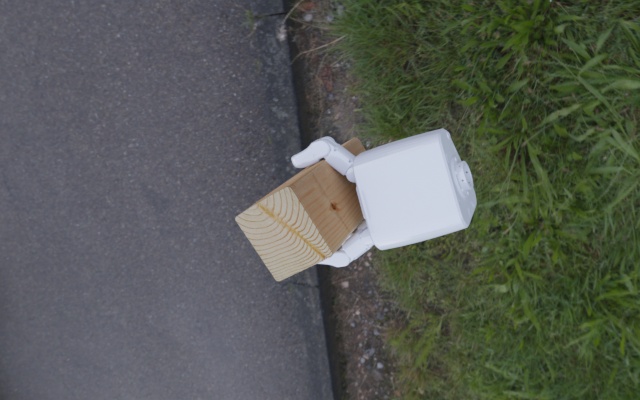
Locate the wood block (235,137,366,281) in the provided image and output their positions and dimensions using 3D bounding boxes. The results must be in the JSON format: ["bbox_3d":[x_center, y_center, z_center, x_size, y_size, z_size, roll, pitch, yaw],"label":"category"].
[{"bbox_3d":[0.000,0.002,0.605,0.090,0.091,0.206,-29,6,32],"label":"wood block"}]
